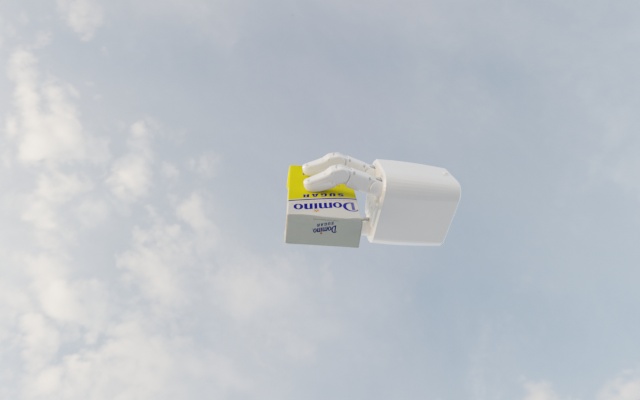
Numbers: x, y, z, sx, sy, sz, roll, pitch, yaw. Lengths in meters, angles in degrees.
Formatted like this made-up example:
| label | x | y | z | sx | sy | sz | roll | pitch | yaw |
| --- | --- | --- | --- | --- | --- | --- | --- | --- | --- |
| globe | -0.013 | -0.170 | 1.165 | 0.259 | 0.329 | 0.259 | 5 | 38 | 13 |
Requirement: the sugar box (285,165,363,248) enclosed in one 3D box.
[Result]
| label | x | y | z | sx | sy | sz | roll | pitch | yaw |
| --- | --- | --- | --- | --- | --- | --- | --- | --- | --- |
| sugar box | 0.000 | 0.002 | 0.645 | 0.093 | 0.048 | 0.176 | 4 | 21 | -5 |
